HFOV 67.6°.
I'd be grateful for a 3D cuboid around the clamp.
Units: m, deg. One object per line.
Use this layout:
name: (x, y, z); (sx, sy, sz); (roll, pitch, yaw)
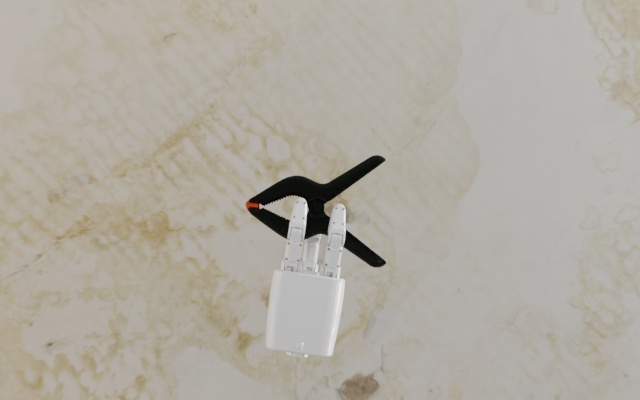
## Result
clamp: (-0.001, 0.003, 0.694); (0.210, 0.164, 0.036); (9, -12, -2)
